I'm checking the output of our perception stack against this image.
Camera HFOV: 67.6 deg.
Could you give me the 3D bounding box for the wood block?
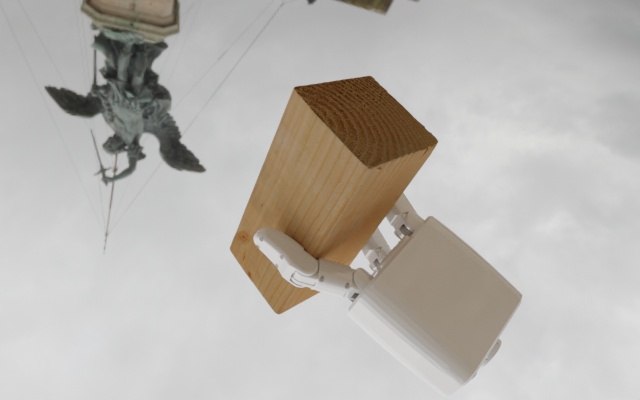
[{"bbox_3d":[0.000,0.002,0.431,0.091,0.090,0.206,-21,-29,-40],"label":"wood block"}]
